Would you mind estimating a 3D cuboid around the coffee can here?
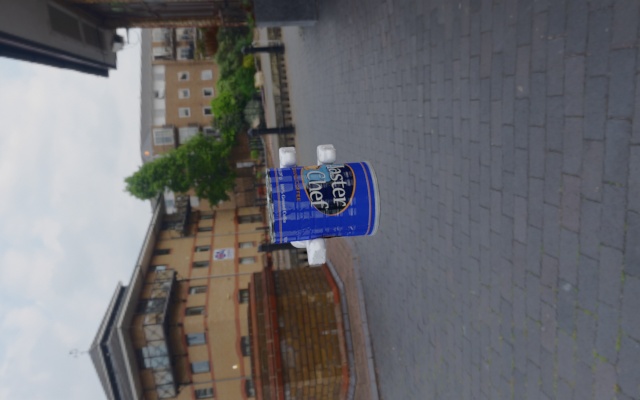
[{"bbox_3d":[0.000,0.002,0.647,0.140,0.103,0.103,-5,1,-8],"label":"coffee can"}]
